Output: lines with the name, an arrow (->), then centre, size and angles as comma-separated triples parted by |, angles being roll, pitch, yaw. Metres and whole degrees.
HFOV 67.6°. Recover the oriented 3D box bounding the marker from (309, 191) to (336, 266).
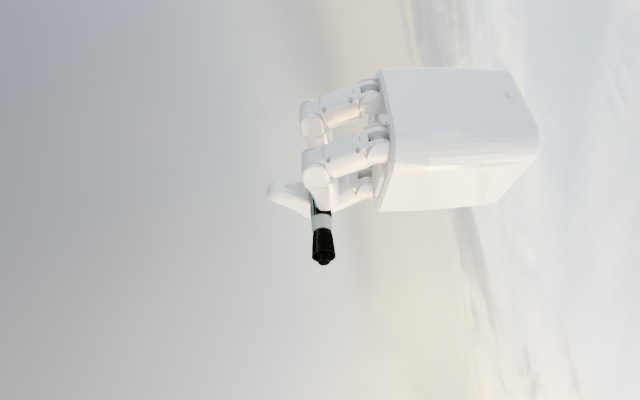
marker -> 0.000, 0.001, 0.407 | 0.020, 0.121, 0.020 | -2, -39, -2
